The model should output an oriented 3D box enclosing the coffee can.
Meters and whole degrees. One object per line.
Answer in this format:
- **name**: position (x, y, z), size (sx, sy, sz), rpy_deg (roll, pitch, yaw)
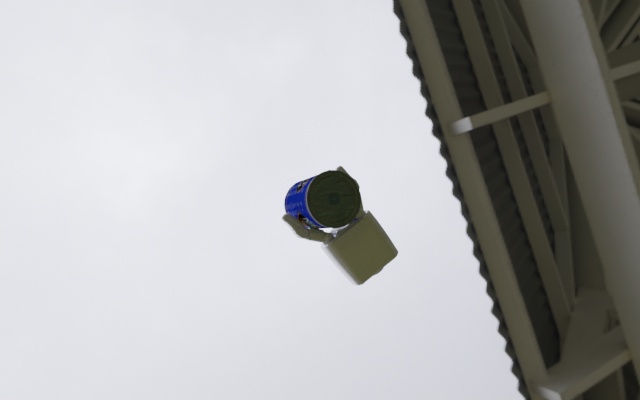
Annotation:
- **coffee can**: position (0.000, 0.003, 0.899), size (0.103, 0.103, 0.140), rpy_deg (0, -5, -21)
